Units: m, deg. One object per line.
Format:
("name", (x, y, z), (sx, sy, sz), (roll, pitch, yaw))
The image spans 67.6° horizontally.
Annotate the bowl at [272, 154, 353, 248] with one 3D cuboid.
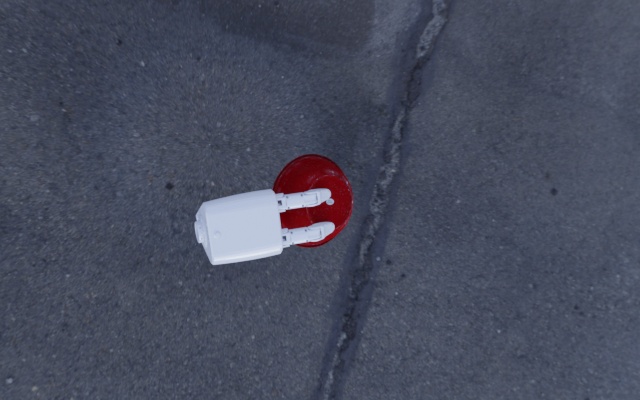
("bowl", (0.001, 0.002, 0.799), (0.162, 0.162, 0.055), (0, 3, -34))
